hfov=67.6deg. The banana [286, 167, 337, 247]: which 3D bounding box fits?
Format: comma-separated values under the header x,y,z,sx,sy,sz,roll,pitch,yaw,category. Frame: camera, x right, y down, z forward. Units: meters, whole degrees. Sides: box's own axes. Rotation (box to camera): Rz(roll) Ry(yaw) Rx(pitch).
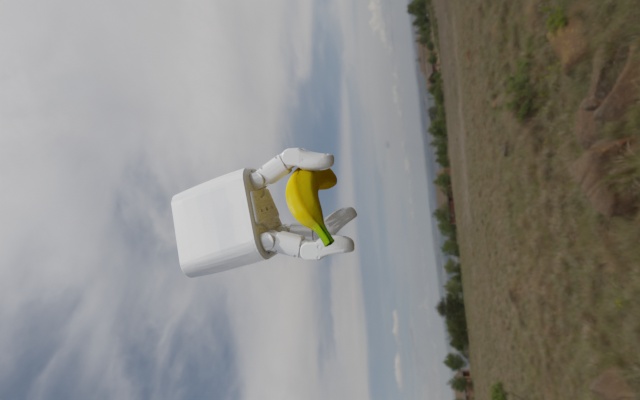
x,y,z,sx,sy,sz,roll,pitch,yaw,category
-0.010,-0.012,0.580,0.037,0.070,0.197,-28,18,15,banana
